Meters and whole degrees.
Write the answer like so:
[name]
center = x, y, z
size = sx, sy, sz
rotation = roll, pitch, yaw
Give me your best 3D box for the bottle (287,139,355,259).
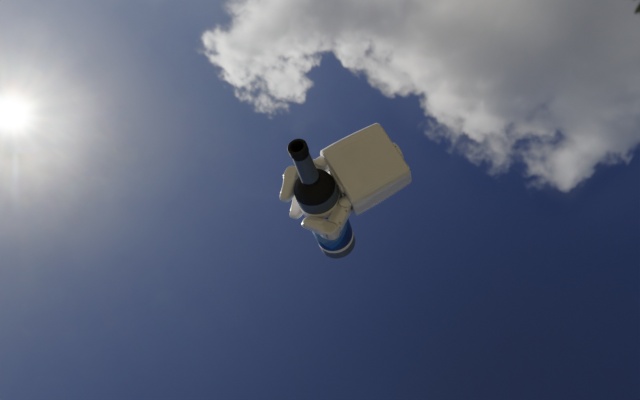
[bottle]
center = 0.000, 0.003, 0.764
size = 0.069, 0.069, 0.296
rotation = 0, -31, 15
